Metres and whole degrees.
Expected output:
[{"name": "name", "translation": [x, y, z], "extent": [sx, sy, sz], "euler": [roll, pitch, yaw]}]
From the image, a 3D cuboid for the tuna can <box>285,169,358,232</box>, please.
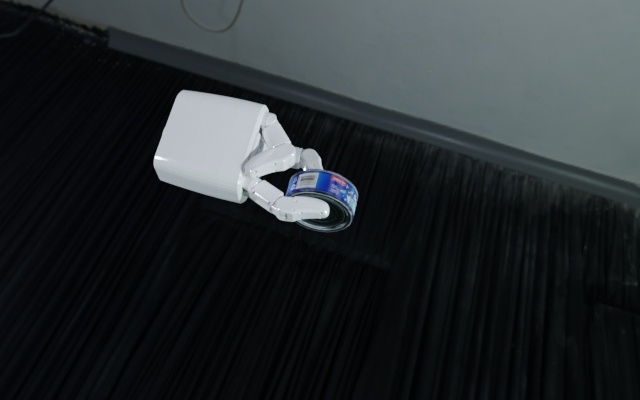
[{"name": "tuna can", "translation": [0.000, 0.002, 0.570], "extent": [0.086, 0.033, 0.086], "euler": [10, -34, 7]}]
